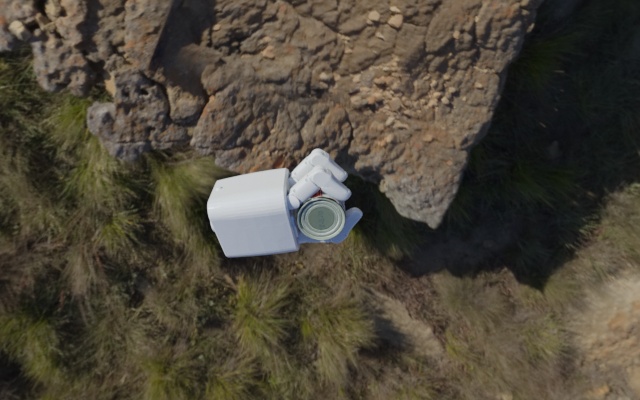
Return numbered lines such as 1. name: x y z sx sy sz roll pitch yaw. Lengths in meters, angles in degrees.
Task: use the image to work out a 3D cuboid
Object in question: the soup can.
1. soup can: 0.001 0.002 0.674 0.068 0.068 0.102 0 27 -1
